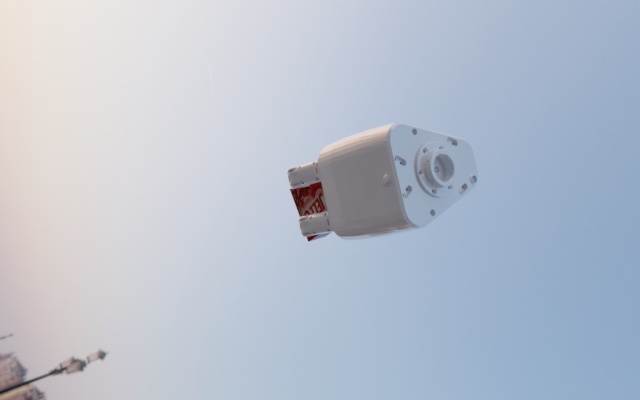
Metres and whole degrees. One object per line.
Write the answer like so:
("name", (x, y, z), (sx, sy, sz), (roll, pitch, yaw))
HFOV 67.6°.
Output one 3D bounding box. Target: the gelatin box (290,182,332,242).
("gelatin box", (0.000, 0.002, 0.575), (0.030, 0.073, 0.089), (-14, -13, -29))
